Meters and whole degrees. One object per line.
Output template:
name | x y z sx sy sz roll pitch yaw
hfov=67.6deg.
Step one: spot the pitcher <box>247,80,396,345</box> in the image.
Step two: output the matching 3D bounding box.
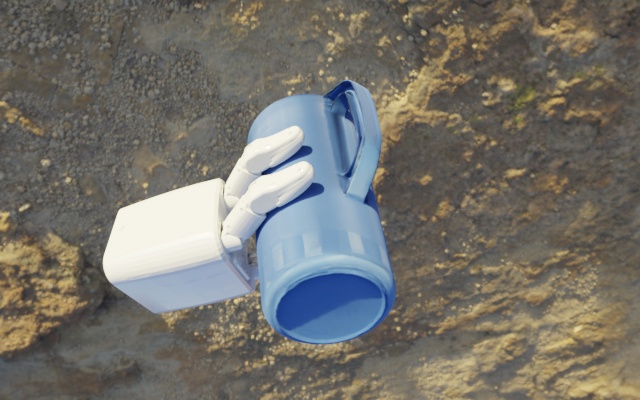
pitcher | 0.000 0.002 0.458 0.145 0.149 0.242 -14 40 3
